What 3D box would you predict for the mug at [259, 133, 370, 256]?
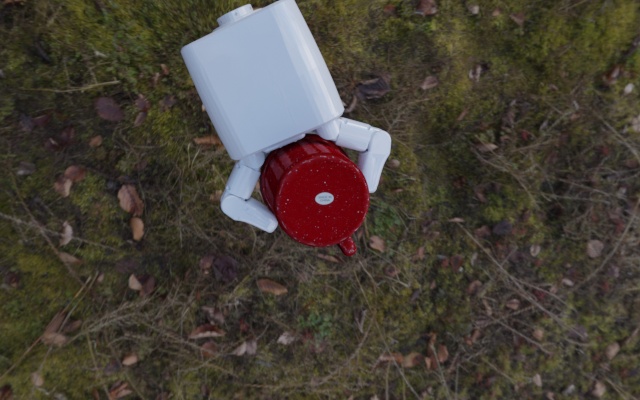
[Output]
[{"bbox_3d":[0.001,0.003,0.430,0.093,0.117,0.081,-28,19,-3],"label":"mug"}]
